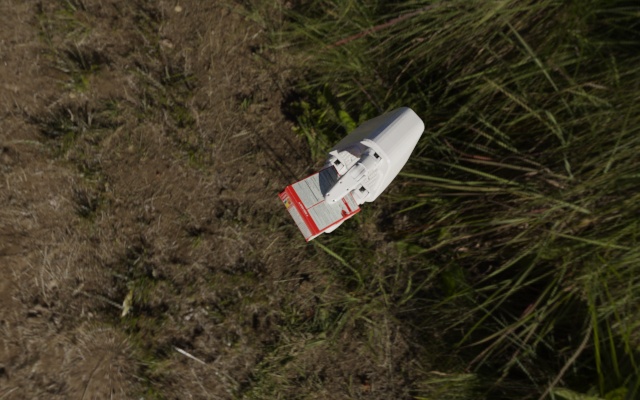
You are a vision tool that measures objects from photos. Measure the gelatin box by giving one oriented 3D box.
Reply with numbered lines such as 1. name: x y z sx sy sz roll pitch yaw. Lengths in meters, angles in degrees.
1. gelatin box: 0.000 0.002 0.633 0.089 0.073 0.030 -27 -7 -38
